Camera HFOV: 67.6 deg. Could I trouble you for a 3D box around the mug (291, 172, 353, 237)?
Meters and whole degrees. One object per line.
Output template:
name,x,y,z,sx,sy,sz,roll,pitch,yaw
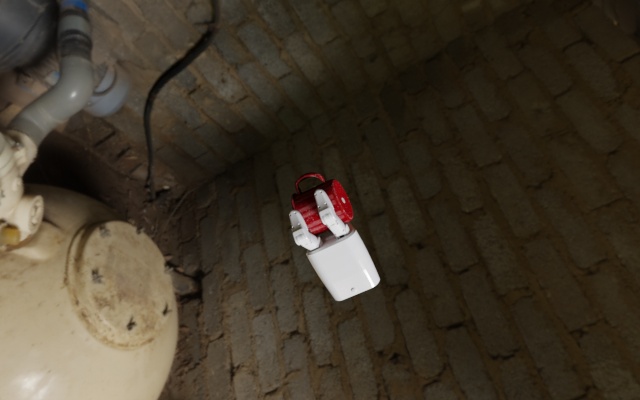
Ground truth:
mug,0.000,0.001,0.850,0.081,0.117,0.093,-25,13,16
